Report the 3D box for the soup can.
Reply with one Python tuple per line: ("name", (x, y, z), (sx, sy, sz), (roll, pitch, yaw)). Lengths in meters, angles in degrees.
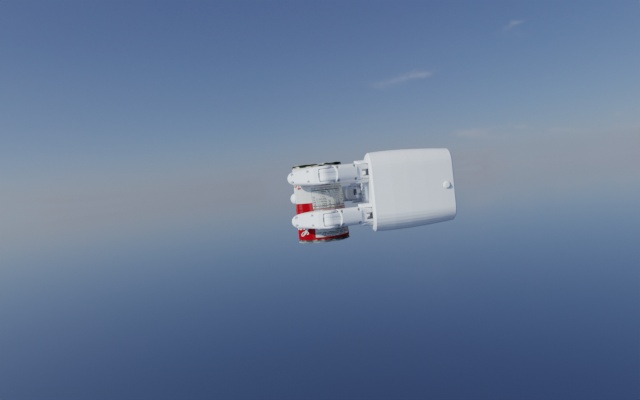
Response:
("soup can", (0.000, 0.002, 0.639), (0.068, 0.102, 0.068), (-6, 2, 0))
